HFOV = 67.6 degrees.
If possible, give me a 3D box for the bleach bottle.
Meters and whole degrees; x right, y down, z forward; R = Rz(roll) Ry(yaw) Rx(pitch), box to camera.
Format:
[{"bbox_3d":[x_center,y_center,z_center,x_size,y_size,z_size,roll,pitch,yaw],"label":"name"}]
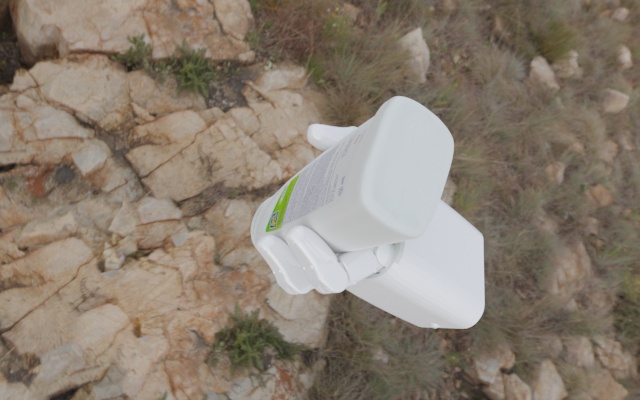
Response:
[{"bbox_3d":[0.000,0.001,0.428,0.068,0.102,0.251,32,-25,-20],"label":"bleach bottle"}]
